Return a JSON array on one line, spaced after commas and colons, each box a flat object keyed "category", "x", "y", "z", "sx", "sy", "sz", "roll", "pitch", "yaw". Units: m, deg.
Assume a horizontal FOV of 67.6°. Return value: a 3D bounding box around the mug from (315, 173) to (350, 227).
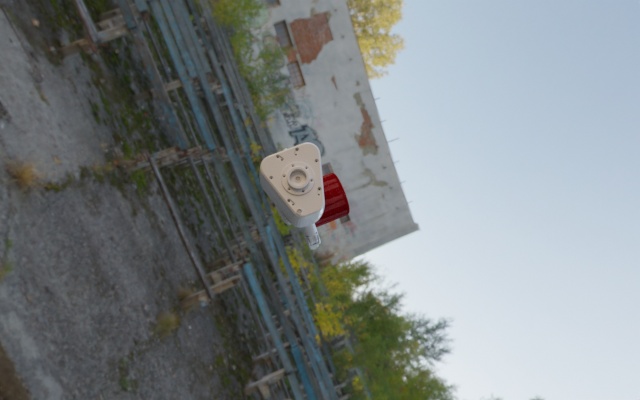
[{"category": "mug", "x": 0.000, "y": 0.003, "z": 0.868, "sx": 0.081, "sy": 0.093, "sz": 0.117, "roll": -21, "pitch": -7, "yaw": -7}]
